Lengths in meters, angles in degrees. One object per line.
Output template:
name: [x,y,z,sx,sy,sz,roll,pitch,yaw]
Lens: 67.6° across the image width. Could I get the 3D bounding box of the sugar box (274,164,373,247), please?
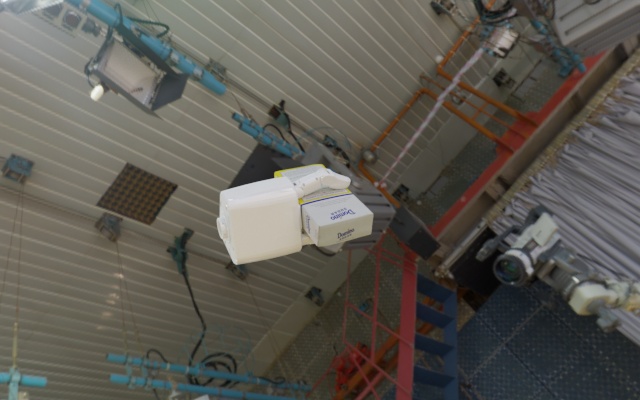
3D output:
sugar box: [0.000,0.003,0.763,0.093,0.048,0.176,-12,37,-22]
